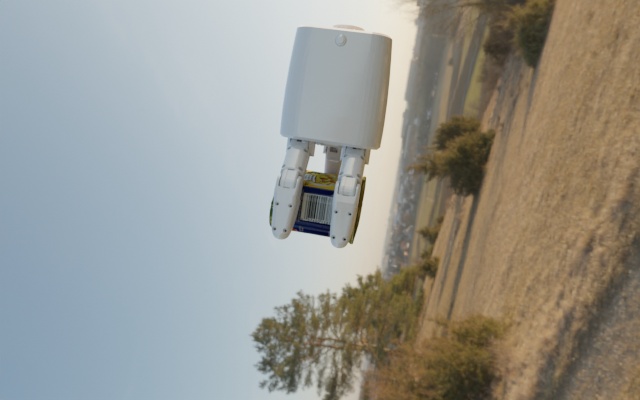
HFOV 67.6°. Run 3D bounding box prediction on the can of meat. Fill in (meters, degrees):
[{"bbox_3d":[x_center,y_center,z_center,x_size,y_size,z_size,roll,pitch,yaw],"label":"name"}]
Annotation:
[{"bbox_3d":[0.000,0.002,0.496,0.084,0.057,0.102,10,13,7],"label":"can of meat"}]
